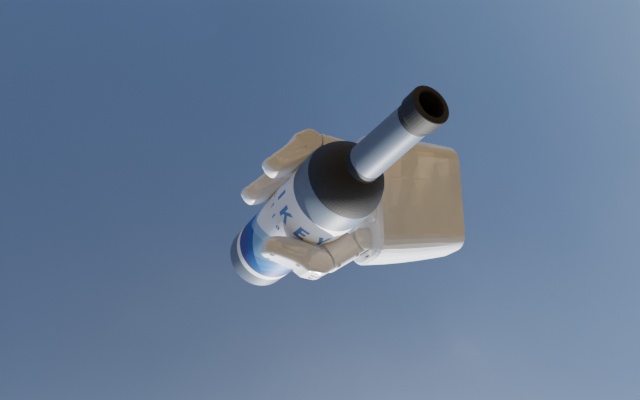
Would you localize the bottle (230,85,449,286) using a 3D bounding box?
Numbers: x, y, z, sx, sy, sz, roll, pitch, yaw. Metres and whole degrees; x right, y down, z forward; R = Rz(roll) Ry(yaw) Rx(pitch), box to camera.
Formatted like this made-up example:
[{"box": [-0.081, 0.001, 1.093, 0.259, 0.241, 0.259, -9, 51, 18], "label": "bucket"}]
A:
[{"box": [0.000, 0.001, 0.402, 0.069, 0.069, 0.296, 0, -24, -29], "label": "bottle"}]
